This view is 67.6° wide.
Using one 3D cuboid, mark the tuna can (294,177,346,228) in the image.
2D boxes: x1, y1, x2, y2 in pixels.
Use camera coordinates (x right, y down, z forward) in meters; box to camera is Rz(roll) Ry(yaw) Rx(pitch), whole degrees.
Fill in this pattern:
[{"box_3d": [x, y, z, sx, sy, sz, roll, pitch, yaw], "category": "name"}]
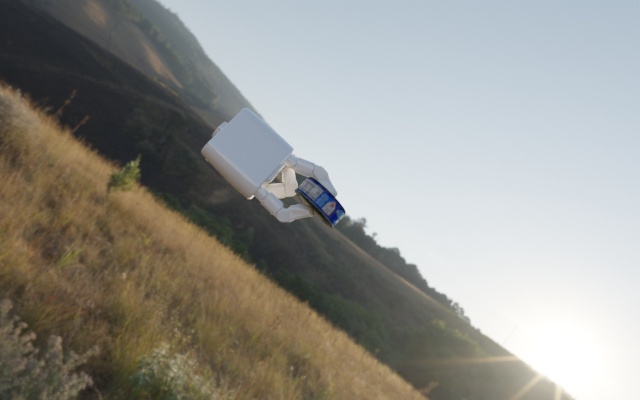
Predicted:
[{"box_3d": [0.001, 0.002, 0.761, 0.086, 0.034, 0.086, 44, -7, 7], "category": "tuna can"}]
